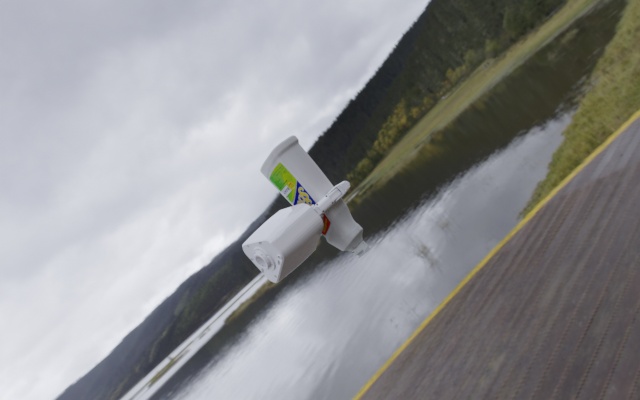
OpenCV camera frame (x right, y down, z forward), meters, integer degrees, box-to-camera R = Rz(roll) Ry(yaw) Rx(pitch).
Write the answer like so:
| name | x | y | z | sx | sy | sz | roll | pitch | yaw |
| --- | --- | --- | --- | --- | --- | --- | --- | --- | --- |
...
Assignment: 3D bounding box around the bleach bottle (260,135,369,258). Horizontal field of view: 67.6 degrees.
| name | x | y | z | sx | sy | sz | roll | pitch | yaw |
| --- | --- | --- | --- | --- | --- | --- | --- | --- | --- |
| bleach bottle | 0.000 | 0.003 | 0.890 | 0.068 | 0.251 | 0.103 | -41 | -3 | -37 |
